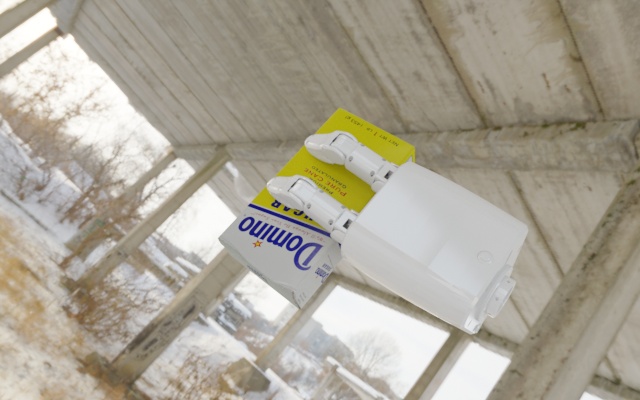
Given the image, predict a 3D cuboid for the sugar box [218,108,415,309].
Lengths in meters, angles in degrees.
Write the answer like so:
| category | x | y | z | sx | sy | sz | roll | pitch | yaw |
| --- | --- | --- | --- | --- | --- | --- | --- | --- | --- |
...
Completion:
| category | x | y | z | sx | sy | sz | roll | pitch | yaw |
| --- | --- | --- | --- | --- | --- | --- | --- | --- | --- |
| sugar box | 0.000 | 0.001 | 0.442 | 0.093 | 0.176 | 0.048 | 32 | -22 | 26 |
